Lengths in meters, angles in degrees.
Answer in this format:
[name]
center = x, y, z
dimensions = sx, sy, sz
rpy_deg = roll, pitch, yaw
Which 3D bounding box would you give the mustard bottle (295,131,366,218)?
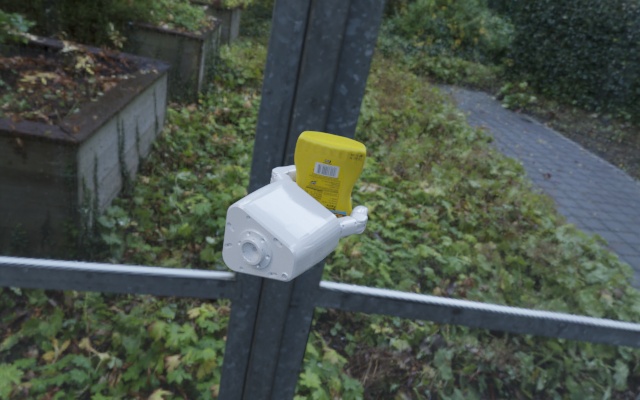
[mustard bottle]
center = 0.000, 0.002, 0.690
dimensions = 0.096, 0.192, 0.058
rpy_deg = 12, 25, 1
